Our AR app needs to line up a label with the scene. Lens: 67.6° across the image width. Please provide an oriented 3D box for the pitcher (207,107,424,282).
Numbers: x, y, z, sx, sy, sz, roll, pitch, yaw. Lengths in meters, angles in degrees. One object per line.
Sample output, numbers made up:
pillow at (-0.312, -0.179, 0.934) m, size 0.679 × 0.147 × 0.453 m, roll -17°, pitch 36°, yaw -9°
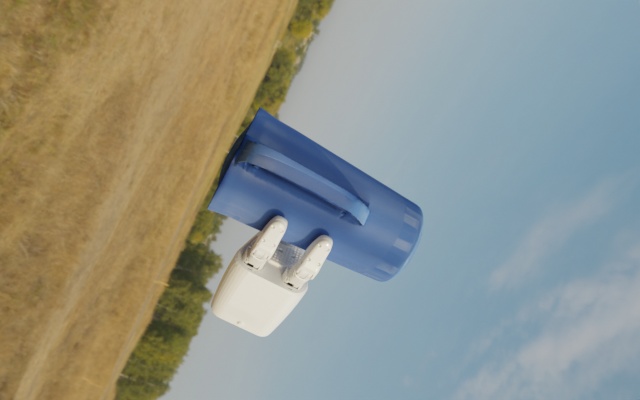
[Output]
pitcher at (0.000, 0.002, 0.567) m, size 0.243 × 0.145 × 0.149 m, roll 27°, pitch 35°, yaw -11°
